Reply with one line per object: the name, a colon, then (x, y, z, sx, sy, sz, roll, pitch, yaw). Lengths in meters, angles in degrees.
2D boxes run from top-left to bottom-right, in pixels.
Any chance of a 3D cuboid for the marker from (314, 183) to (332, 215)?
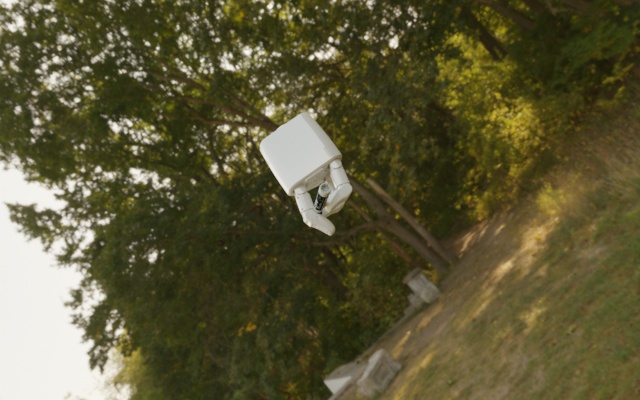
marker: (0.000, 0.003, 0.791, 0.020, 0.020, 0.121, 0, -21, -8)
